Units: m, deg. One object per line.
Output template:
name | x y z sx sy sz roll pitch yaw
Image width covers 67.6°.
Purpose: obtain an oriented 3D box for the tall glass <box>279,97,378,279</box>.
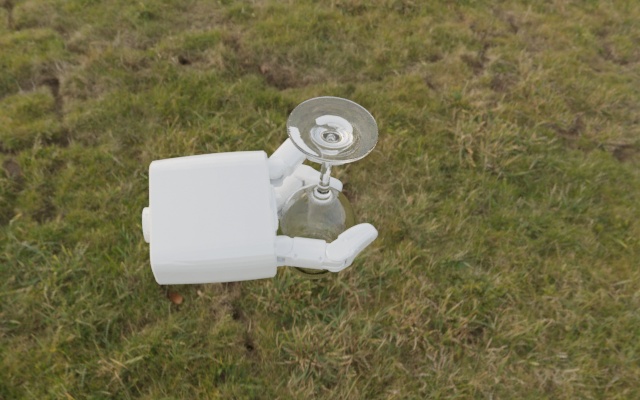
tall glass | 0.000 0.001 0.460 0.079 0.079 0.201 0 -37 -7
